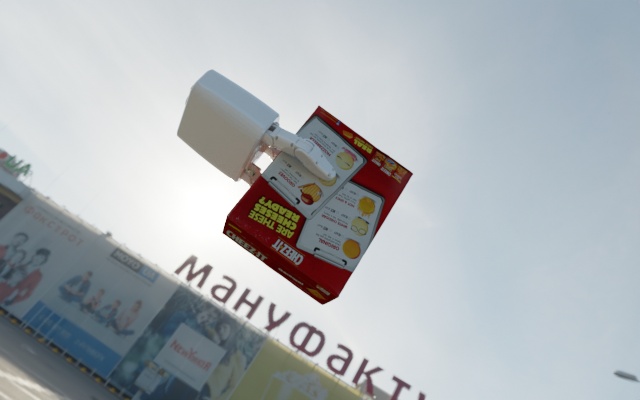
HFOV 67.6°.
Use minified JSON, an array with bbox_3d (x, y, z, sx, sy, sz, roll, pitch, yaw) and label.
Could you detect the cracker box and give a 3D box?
[{"bbox_3d":[0.000,0.002,0.631,0.164,0.213,0.072,36,-29,-1],"label":"cracker box"}]
